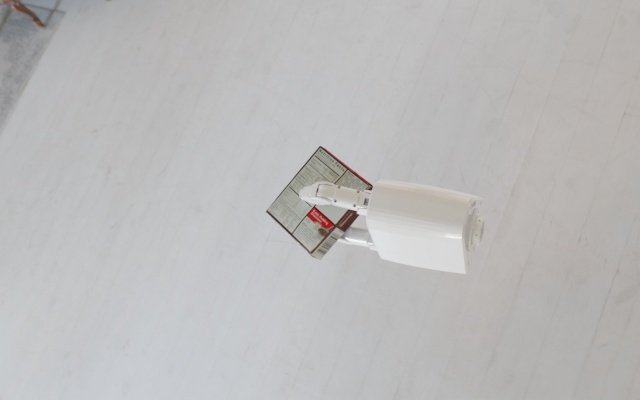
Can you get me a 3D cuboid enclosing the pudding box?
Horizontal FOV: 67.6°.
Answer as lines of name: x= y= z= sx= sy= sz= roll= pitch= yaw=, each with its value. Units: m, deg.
pudding box: x=0.000 y=0.002 z=0.597 sx=0.090 sy=0.113 sz=0.039 roll=42 pitch=1 yaw=26
